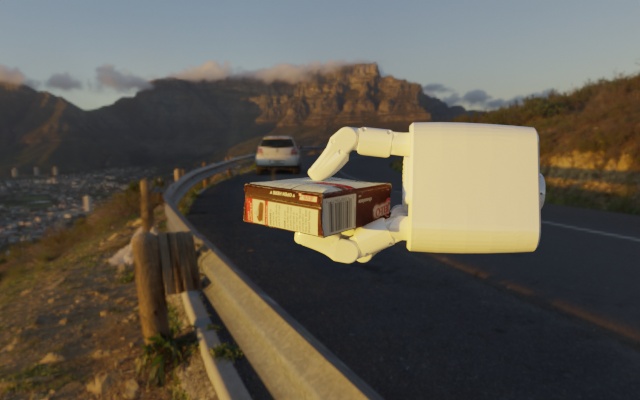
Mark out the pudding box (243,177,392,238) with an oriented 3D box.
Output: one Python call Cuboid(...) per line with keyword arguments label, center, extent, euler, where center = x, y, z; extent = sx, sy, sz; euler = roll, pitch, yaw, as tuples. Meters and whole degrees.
Cuboid(label="pudding box", center=(0.000, 0.001, 0.438), extent=(0.090, 0.039, 0.113), euler=(8, 9, 36))
